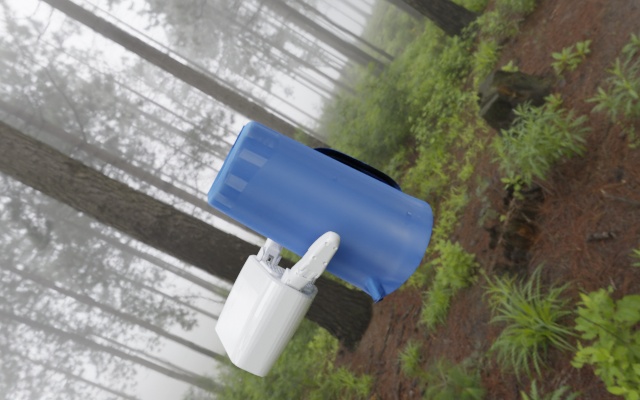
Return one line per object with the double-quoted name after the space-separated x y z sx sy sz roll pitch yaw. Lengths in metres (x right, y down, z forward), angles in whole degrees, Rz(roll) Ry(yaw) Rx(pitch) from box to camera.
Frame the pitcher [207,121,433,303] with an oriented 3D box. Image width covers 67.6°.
0.000 0.002 0.568 0.243 0.145 0.149 28 2 -12 "pitcher"
